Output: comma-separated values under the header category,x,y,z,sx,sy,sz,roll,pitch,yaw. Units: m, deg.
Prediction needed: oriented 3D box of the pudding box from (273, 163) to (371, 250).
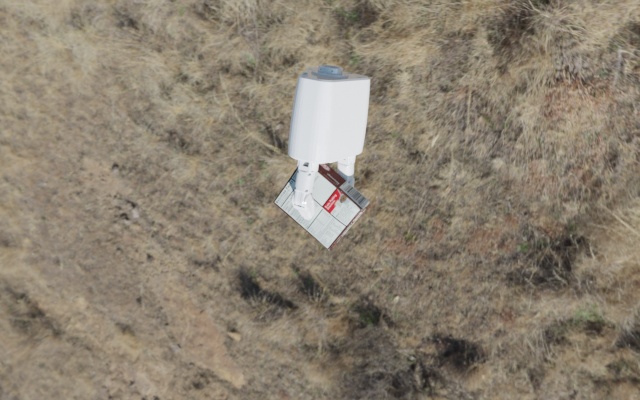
category,x,y,z,sx,sy,sz,roll,pitch,yaw
pudding box,0.000,0.002,0.689,0.113,0.090,0.039,42,29,7
